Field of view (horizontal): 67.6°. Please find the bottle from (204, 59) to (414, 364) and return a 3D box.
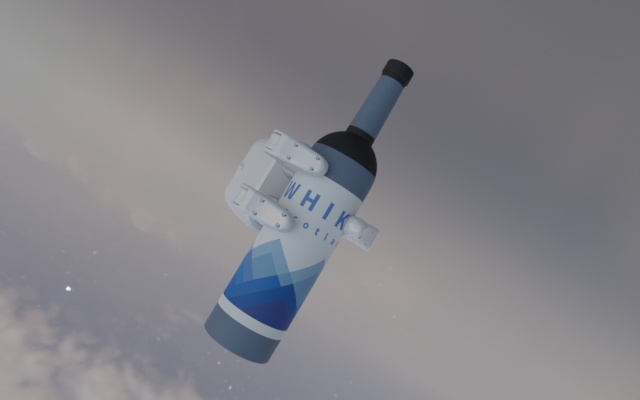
[{"bbox_3d":[0.000,0.002,0.437,0.069,0.295,0.069,31,-4,2],"label":"bottle"}]
